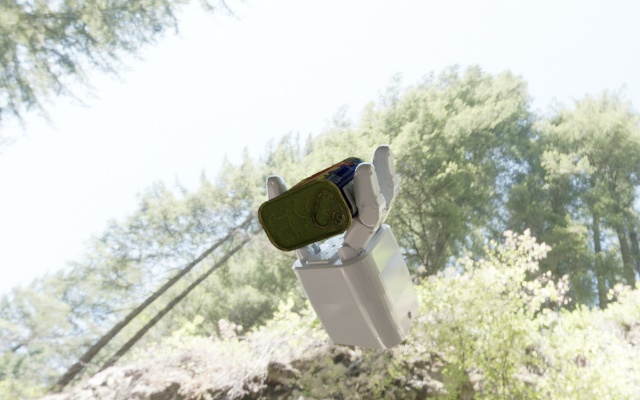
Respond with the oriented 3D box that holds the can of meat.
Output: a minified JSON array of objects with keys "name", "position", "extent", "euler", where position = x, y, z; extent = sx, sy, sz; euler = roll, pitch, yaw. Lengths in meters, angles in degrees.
[{"name":"can of meat","position":[0.000,0.001,0.496],"extent":[0.102,0.057,0.084],"euler":[-23,9,34]}]
